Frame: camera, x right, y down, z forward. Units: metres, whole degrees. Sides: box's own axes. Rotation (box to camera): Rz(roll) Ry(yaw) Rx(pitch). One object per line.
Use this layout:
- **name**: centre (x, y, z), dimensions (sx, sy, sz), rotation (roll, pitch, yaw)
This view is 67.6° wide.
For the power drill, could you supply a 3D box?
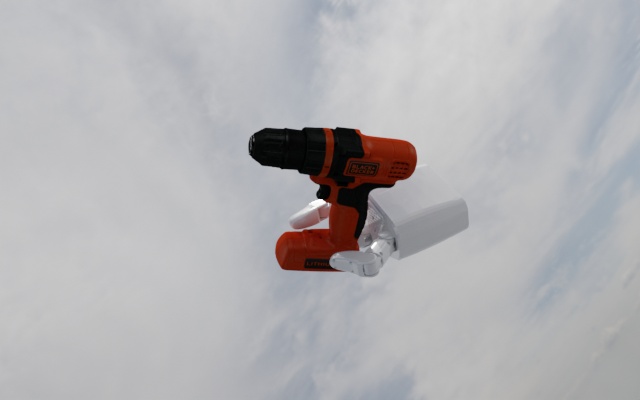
- **power drill**: centre (0.000, 0.002, 0.548), dimensions (0.184, 0.188, 0.057), rotation (5, 41, -15)
